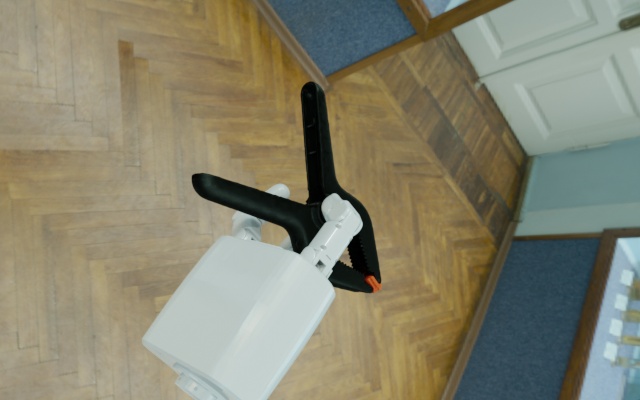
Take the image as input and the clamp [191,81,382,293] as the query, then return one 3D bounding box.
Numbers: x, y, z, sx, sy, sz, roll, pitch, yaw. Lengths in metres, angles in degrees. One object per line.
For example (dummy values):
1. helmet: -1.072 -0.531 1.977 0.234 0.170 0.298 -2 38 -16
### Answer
1. clamp: 0.001 0.002 0.454 0.036 0.210 0.164 -8 39 52
